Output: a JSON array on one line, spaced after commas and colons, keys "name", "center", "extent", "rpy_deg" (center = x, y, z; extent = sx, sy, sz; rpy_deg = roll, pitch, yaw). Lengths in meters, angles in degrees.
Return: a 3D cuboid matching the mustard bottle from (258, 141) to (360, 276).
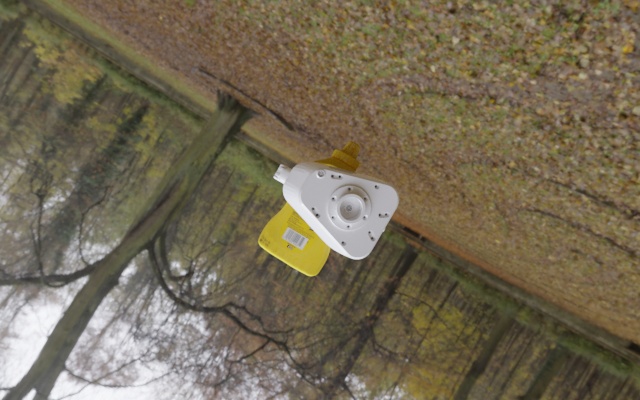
[{"name": "mustard bottle", "center": [0.000, 0.002, 0.670], "extent": [0.096, 0.191, 0.058], "rpy_deg": [30, -1, 12]}]
